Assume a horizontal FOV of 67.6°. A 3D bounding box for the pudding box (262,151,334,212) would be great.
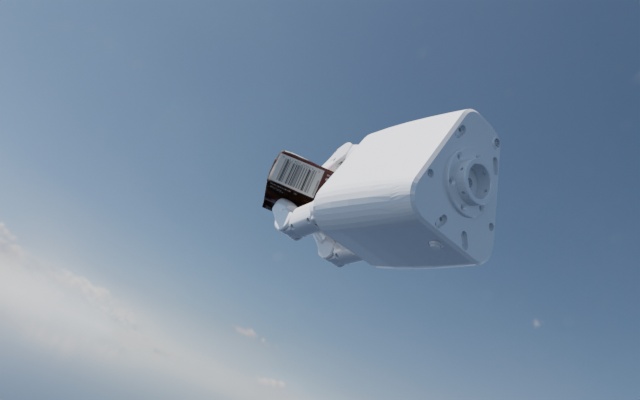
[{"bbox_3d":[0.000,0.001,0.485,0.113,0.039,0.090,25,-21,-1],"label":"pudding box"}]
